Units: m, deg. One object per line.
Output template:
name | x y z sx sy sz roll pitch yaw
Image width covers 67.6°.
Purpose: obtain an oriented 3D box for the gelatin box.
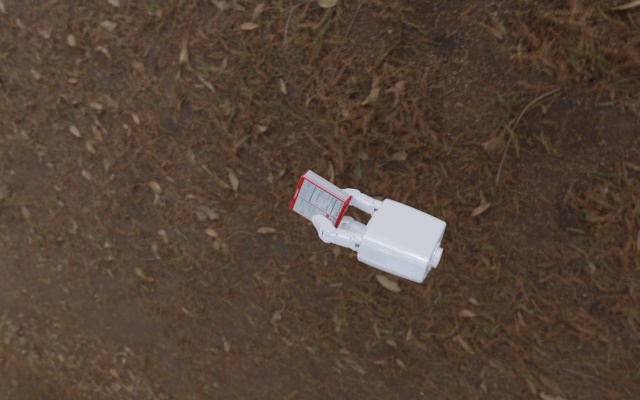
gelatin box | 0.000 0.003 0.792 0.089 0.073 0.030 31 38 10
